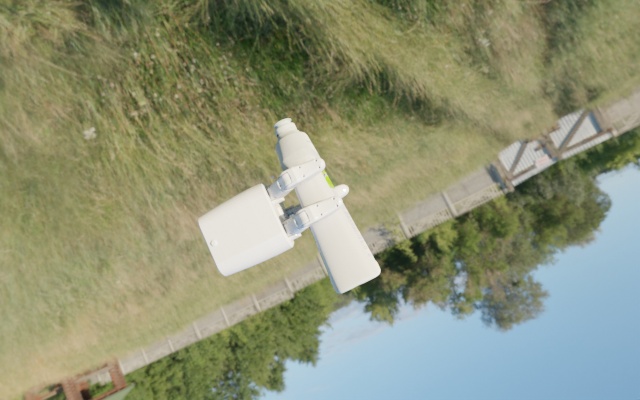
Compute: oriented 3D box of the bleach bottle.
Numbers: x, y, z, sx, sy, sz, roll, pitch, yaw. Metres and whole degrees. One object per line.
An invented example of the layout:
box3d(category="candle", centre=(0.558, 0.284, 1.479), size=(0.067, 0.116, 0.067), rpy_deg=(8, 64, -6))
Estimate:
box3d(category="bleach bottle", centre=(0.000, 0.002, 0.672), size=(0.068, 0.251, 0.102), rpy_deg=(-26, -9, 4))
